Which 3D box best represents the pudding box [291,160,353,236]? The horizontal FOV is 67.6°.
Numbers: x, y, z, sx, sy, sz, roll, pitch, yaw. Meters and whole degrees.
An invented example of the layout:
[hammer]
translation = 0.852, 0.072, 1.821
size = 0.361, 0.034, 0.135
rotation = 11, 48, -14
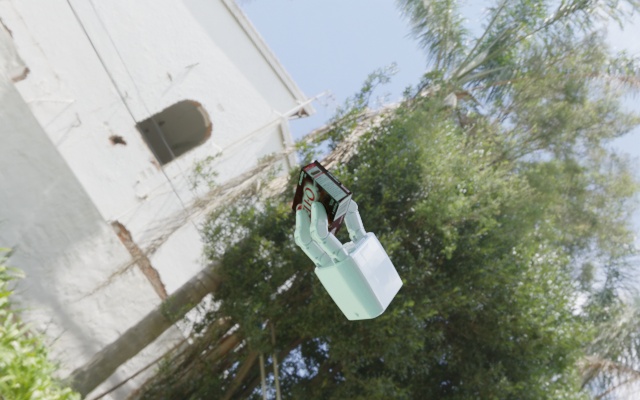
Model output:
[pudding box]
translation = 0.000, 0.003, 0.790
size = 0.039, 0.090, 0.114
rotation = -32, -25, -35
